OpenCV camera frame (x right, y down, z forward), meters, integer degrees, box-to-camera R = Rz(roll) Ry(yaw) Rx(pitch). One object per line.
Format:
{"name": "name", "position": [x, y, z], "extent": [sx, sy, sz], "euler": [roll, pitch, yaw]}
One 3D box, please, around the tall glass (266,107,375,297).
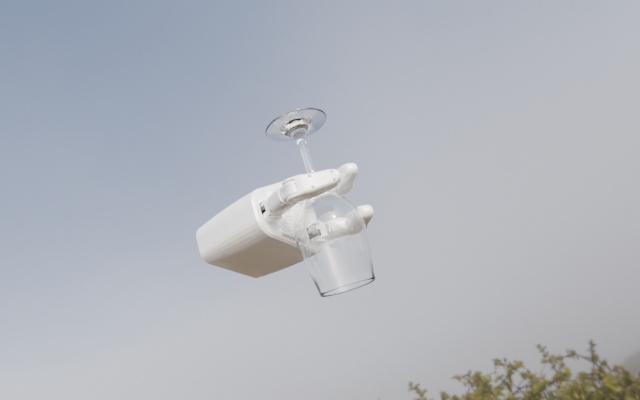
{"name": "tall glass", "position": [0.000, 0.001, 0.532], "extent": [0.079, 0.201, 0.079], "euler": [-16, -17, -5]}
